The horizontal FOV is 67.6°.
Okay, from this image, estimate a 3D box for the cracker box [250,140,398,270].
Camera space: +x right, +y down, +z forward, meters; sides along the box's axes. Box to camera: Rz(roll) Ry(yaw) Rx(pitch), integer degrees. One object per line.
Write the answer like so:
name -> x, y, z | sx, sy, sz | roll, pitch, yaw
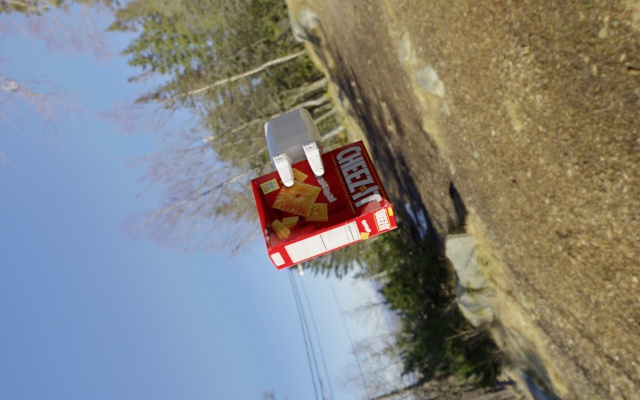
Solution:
cracker box -> 0.000, 0.003, 0.813 | 0.214, 0.164, 0.072 | -20, -40, 2
